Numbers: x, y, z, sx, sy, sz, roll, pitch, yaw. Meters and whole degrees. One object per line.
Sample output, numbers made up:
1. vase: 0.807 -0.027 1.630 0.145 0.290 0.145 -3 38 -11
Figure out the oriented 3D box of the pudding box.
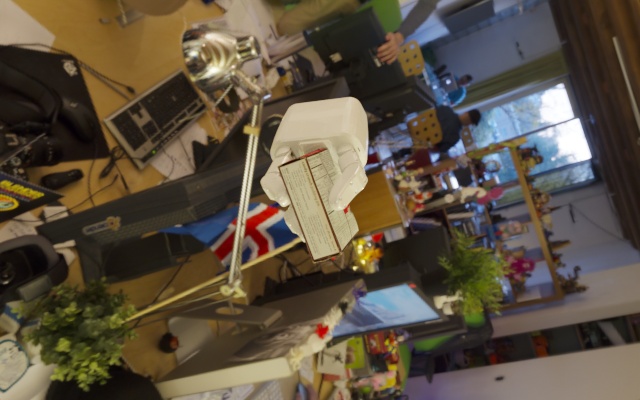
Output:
1. pudding box: 0.000 0.002 0.536 0.039 0.113 0.090 -20 5 20
